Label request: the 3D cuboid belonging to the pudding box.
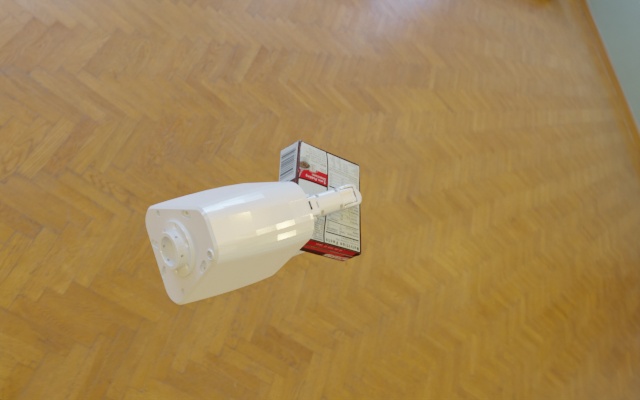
[{"bbox_3d":[0.000,0.002,0.515,0.090,0.113,0.039,20,-29,-34],"label":"pudding box"}]
